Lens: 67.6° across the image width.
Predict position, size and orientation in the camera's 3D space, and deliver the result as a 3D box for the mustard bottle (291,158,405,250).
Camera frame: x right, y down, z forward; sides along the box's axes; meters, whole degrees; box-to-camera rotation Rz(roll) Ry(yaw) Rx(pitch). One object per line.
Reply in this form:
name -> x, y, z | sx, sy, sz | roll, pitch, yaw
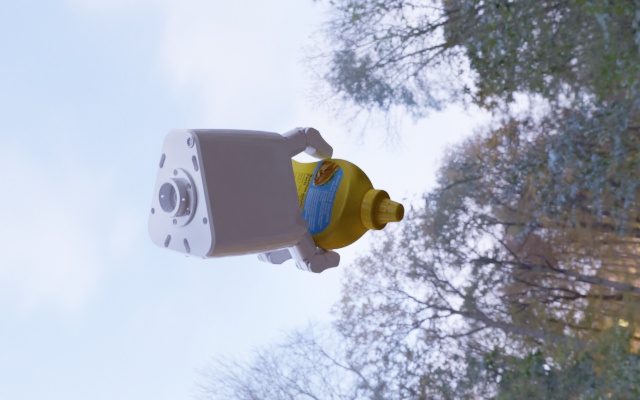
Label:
mustard bottle -> 0.000, 0.002, 0.510 | 0.191, 0.096, 0.058 | 7, -15, 37
